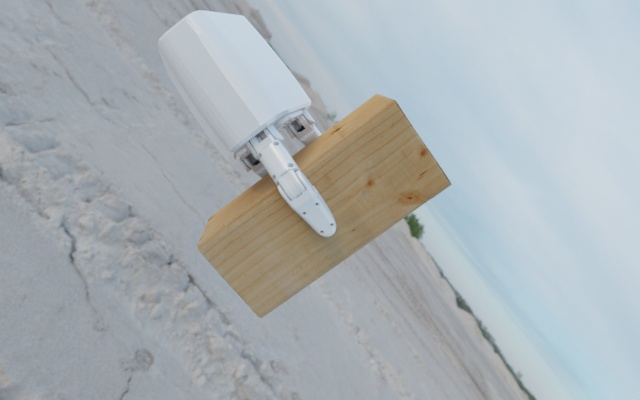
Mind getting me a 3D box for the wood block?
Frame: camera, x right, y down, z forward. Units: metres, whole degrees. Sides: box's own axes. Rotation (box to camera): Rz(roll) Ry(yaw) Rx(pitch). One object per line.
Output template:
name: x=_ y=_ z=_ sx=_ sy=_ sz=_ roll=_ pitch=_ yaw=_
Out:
wood block: x=0.000 y=0.001 z=0.444 sx=0.206 sy=0.090 sz=0.090 roll=-36 pitch=16 yaw=7
